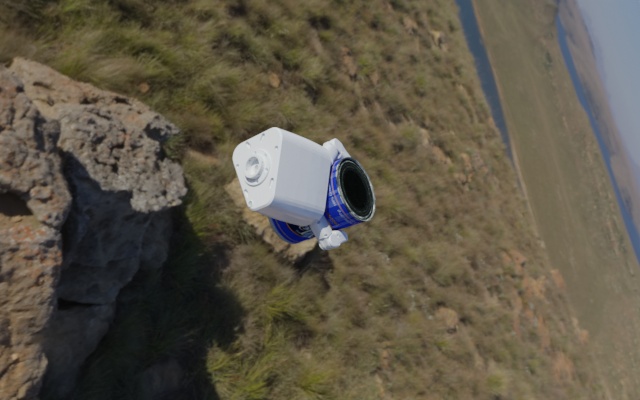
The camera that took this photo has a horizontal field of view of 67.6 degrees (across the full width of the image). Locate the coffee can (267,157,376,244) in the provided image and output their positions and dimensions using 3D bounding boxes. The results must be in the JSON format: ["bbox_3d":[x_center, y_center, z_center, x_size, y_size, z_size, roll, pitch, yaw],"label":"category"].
[{"bbox_3d":[0.000,0.003,0.750,0.140,0.103,0.103,-20,-11,33],"label":"coffee can"}]
